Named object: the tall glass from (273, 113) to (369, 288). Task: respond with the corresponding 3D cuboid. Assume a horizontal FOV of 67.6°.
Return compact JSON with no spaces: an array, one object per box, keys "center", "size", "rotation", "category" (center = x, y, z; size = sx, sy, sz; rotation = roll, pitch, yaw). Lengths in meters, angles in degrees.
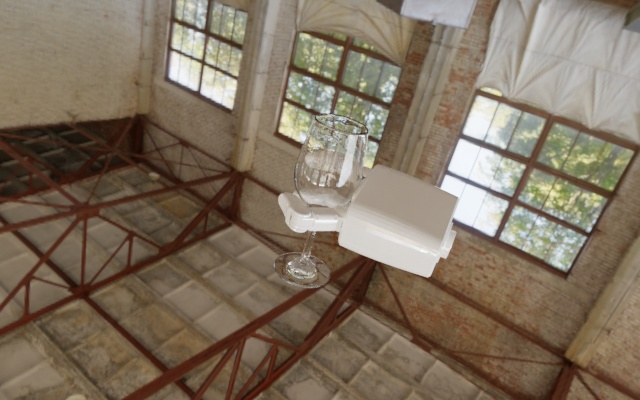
[{"center":[0.000,0.002,0.567],"size":[0.079,0.201,0.079],"rotation":[12,25,-6],"category":"tall glass"}]
